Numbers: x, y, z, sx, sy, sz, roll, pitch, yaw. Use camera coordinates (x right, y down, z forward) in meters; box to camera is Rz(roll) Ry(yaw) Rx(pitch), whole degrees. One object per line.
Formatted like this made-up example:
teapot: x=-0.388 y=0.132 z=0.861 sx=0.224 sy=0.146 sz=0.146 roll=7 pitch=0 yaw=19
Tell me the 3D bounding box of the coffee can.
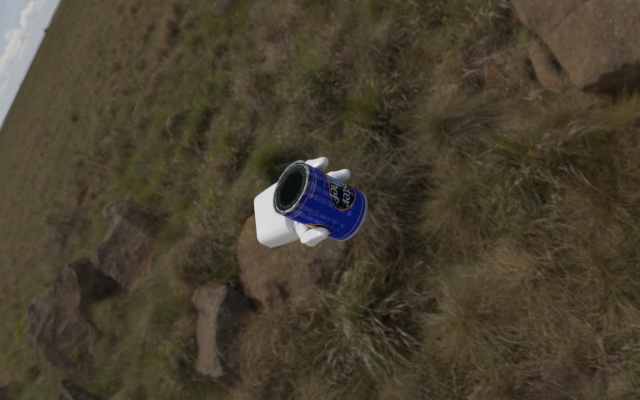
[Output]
coffee can: x=0.000 y=0.003 z=0.859 sx=0.140 sy=0.102 sz=0.103 roll=26 pitch=-15 yaw=-32
